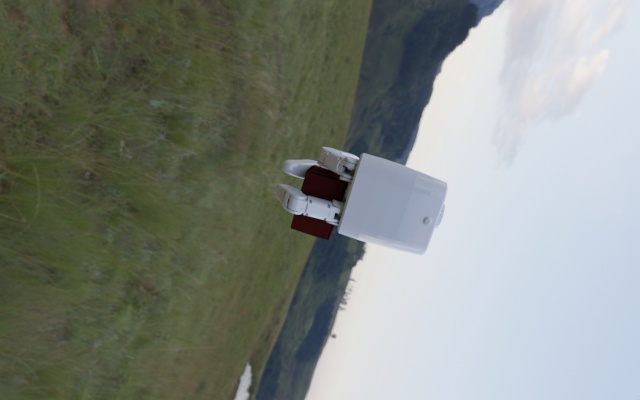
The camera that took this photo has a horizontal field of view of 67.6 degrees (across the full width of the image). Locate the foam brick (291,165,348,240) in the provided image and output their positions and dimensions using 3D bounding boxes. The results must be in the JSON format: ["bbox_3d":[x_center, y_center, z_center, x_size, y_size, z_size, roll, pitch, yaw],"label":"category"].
[{"bbox_3d":[0.000,0.002,0.598,0.051,0.078,0.053,18,14,4],"label":"foam brick"}]
